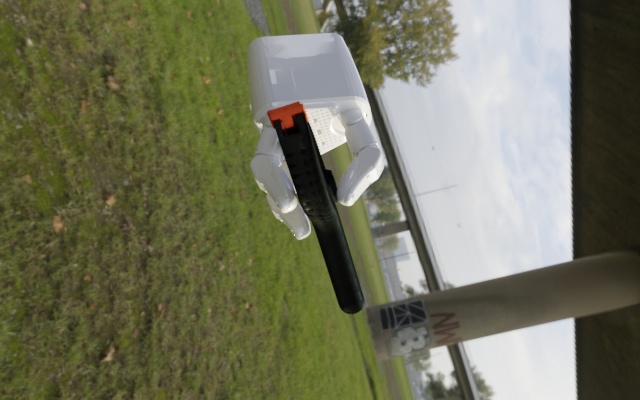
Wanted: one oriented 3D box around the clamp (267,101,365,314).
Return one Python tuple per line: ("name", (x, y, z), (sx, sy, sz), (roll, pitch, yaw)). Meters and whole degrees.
("clamp", (0.001, 0.001, 0.435), (0.036, 0.164, 0.210), (-17, -33, 4))
